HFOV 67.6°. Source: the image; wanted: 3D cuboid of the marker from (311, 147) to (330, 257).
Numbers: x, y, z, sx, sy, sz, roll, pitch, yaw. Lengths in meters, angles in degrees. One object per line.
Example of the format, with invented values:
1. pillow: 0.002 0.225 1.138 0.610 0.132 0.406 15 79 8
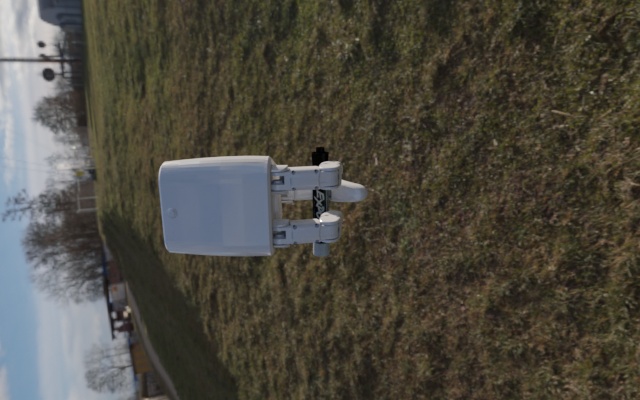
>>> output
1. marker: 0.000 0.002 0.524 0.020 0.121 0.020 -1 14 0
